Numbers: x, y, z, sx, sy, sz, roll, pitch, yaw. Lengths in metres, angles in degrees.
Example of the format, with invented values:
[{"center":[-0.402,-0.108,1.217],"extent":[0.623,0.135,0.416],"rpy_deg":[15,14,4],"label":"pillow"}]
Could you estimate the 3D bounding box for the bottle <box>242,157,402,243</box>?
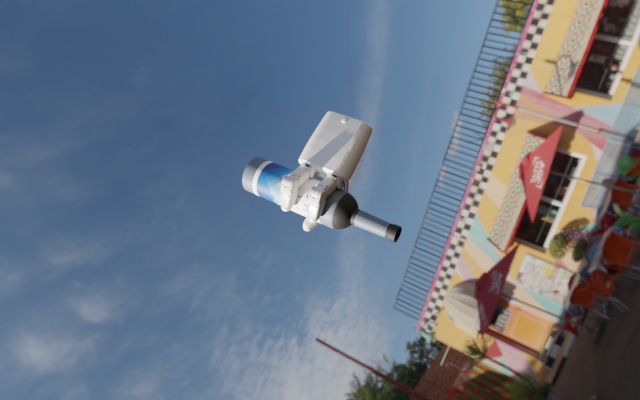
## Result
[{"center":[0.000,0.003,0.818],"extent":[0.295,0.069,0.069],"rpy_deg":[23,10,25],"label":"bottle"}]
